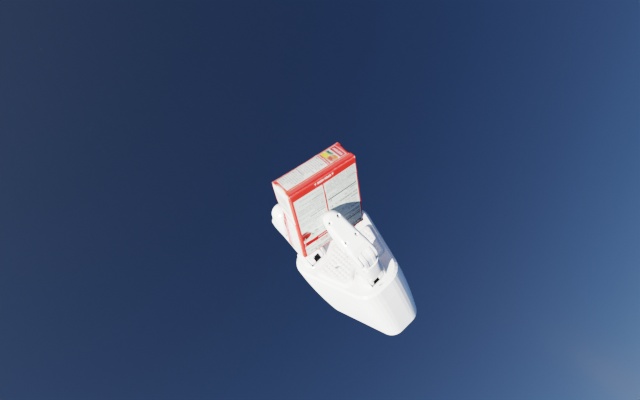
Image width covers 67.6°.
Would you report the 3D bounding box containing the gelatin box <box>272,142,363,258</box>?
[{"bbox_3d":[0.000,0.001,0.443,0.073,0.089,0.030,-33,50,-19],"label":"gelatin box"}]
